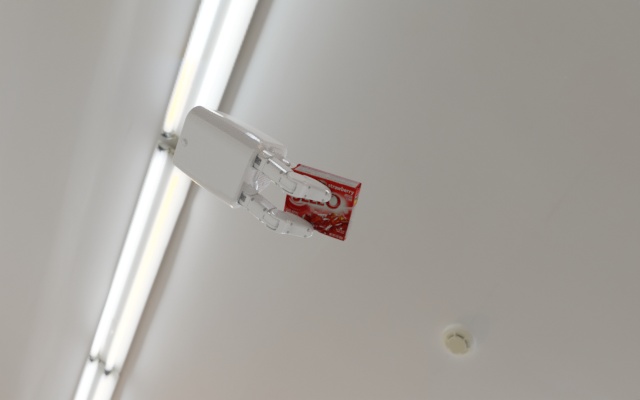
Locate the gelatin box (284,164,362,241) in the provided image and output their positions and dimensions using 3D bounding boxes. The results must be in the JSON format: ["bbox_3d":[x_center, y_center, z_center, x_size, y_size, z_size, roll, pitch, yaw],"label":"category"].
[{"bbox_3d":[0.001,0.002,0.603,0.089,0.073,0.030,18,23,13],"label":"gelatin box"}]
